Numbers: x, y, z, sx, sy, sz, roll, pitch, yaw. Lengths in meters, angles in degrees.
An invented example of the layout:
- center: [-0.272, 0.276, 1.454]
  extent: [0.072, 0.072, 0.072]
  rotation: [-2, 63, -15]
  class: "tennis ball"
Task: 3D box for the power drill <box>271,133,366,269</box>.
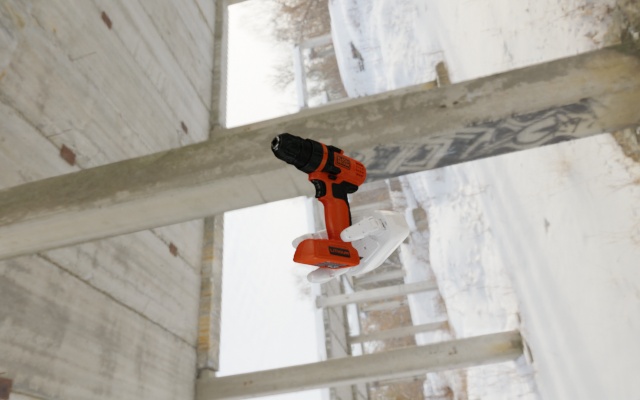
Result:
- center: [0.000, 0.003, 0.716]
  extent: [0.184, 0.187, 0.057]
  rotation: [17, -23, -40]
  class: "power drill"
